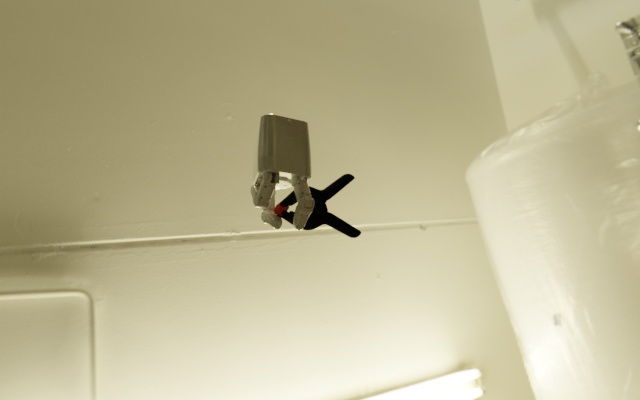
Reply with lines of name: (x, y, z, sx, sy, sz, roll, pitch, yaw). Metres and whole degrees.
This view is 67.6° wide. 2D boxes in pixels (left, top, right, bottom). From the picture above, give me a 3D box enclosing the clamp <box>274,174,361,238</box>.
clamp: (0.000, 0.003, 0.866, 0.171, 0.120, 0.039, 8, -18, -30)
